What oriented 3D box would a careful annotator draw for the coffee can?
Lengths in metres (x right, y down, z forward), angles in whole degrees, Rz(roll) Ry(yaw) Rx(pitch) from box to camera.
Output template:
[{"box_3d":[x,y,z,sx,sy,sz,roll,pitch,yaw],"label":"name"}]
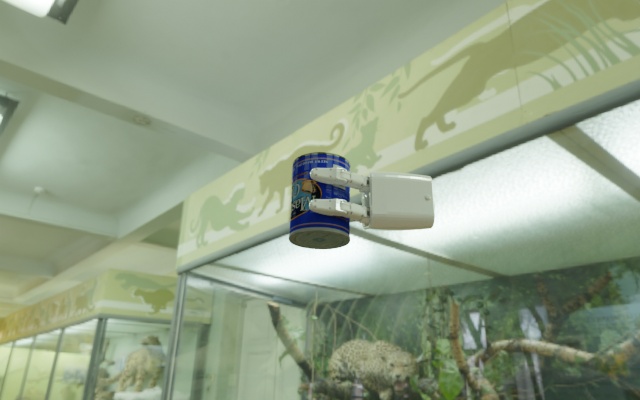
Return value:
[{"box_3d":[0.000,0.003,0.817,0.103,0.140,0.103,1,-22,1],"label":"coffee can"}]
